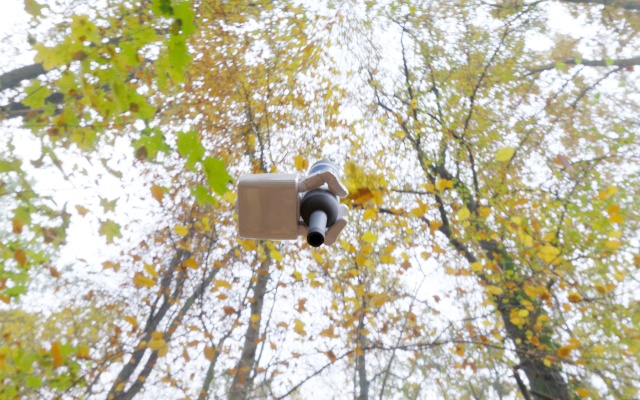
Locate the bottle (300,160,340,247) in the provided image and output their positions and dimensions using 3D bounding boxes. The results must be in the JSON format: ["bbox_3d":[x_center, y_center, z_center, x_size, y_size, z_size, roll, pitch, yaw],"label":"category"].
[{"bbox_3d":[0.000,0.003,0.856,0.069,0.069,0.295,0,23,3],"label":"bottle"}]
